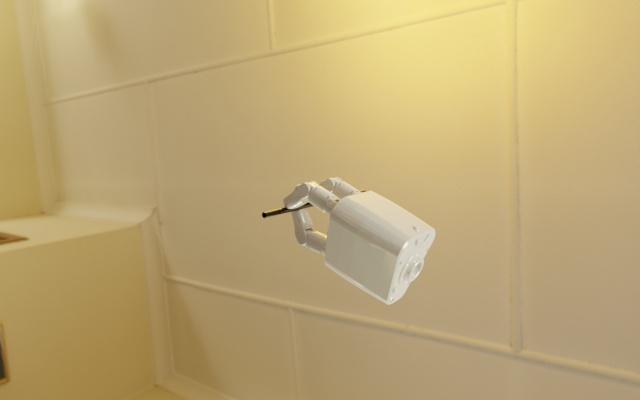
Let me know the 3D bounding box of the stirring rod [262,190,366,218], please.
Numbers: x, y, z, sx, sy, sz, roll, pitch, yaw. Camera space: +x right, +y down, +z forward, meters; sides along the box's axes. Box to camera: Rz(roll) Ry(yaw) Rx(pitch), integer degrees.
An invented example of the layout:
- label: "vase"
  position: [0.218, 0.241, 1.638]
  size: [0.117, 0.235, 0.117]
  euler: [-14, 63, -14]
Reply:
- label: "stirring rod"
  position: [0.000, 0.002, 0.716]
  size: [0.011, 0.011, 0.239]
  euler: [0, 8, 38]
